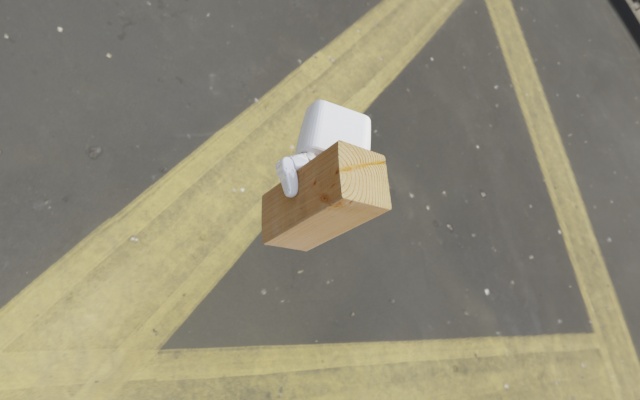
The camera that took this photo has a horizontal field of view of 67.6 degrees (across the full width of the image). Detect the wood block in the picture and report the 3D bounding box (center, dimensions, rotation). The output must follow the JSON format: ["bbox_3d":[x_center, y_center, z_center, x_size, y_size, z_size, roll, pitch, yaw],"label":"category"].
[{"bbox_3d":[0.000,0.002,0.728,0.091,0.090,0.206,14,-30,-34],"label":"wood block"}]
